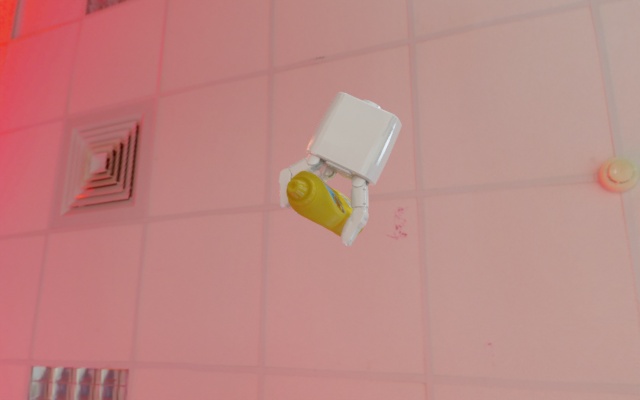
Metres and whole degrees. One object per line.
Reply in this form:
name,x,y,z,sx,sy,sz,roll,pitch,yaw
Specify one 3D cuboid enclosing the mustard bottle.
mustard bottle,0.000,0.003,0.718,0.058,0.096,0.192,-41,-25,8
